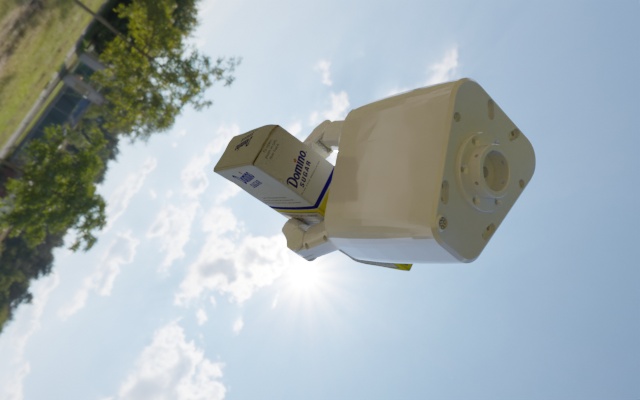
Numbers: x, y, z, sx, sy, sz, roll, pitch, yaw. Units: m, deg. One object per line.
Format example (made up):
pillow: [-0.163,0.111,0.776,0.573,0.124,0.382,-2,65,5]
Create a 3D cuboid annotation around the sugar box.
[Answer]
sugar box: [0.000,0.001,0.427,0.176,0.048,0.093,37,-19,-26]
